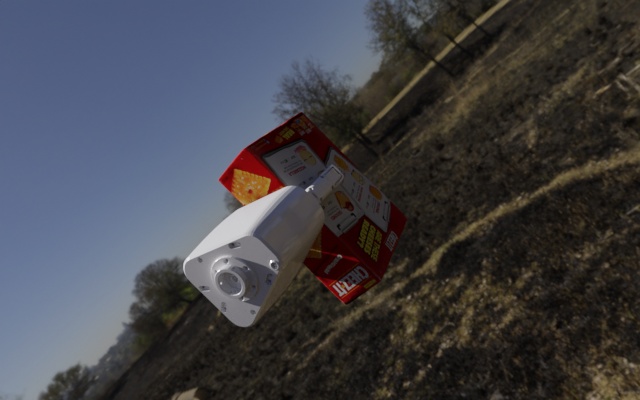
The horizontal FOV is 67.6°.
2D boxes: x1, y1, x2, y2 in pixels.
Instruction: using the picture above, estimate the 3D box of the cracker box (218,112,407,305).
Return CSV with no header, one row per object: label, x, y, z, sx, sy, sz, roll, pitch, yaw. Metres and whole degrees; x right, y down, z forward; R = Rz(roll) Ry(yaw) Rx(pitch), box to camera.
cracker box,0.000,0.002,0.610,0.072,0.214,0.164,-43,4,32
